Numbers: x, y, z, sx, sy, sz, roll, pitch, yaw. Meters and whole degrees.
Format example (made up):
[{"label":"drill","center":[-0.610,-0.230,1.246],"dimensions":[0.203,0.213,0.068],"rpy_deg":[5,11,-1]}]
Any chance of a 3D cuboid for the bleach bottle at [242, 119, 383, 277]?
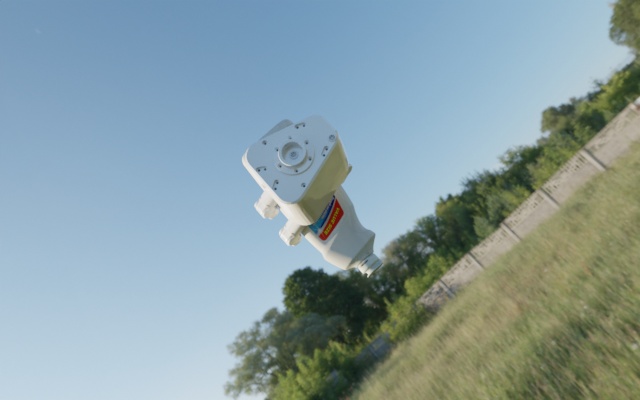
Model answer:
[{"label":"bleach bottle","center":[0.000,0.002,0.691],"dimensions":[0.102,0.250,0.068],"rpy_deg":[-42,-16,-3]}]
